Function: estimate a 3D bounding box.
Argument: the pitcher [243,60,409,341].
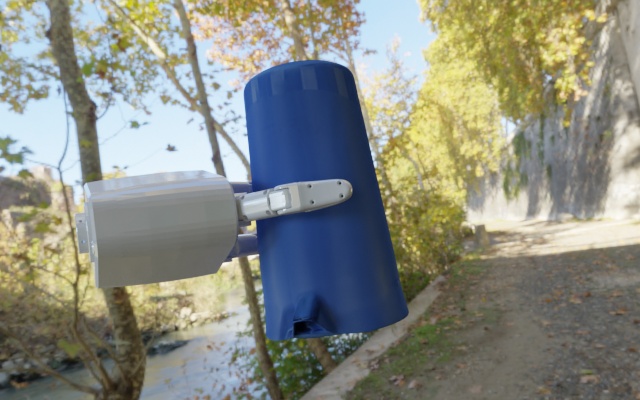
[{"bbox_3d":[0.000,0.002,0.461,0.145,0.243,0.149,-7,-5,-25],"label":"pitcher"}]
